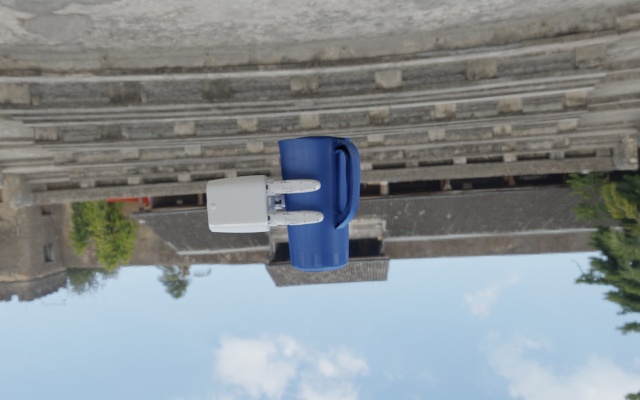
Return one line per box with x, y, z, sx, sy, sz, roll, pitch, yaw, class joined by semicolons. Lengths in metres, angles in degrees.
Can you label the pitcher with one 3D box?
0.000;0.003;0.874;0.145;0.243;0.149;-3;3;2;pitcher
